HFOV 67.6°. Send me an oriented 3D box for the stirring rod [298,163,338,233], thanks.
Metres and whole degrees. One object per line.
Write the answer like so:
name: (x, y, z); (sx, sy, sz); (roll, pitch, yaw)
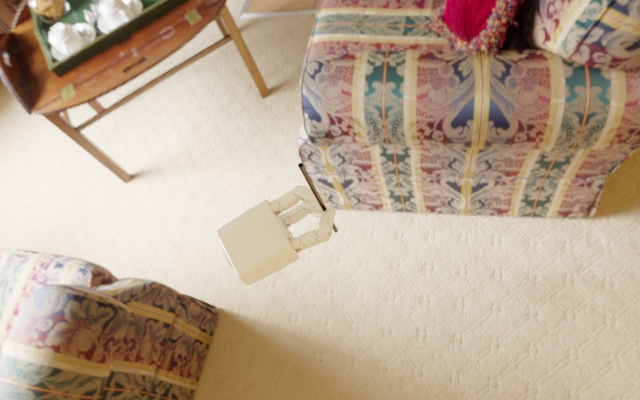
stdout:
stirring rod: (0.000, 0.003, 0.809); (0.011, 0.011, 0.240); (0, -27, 16)
